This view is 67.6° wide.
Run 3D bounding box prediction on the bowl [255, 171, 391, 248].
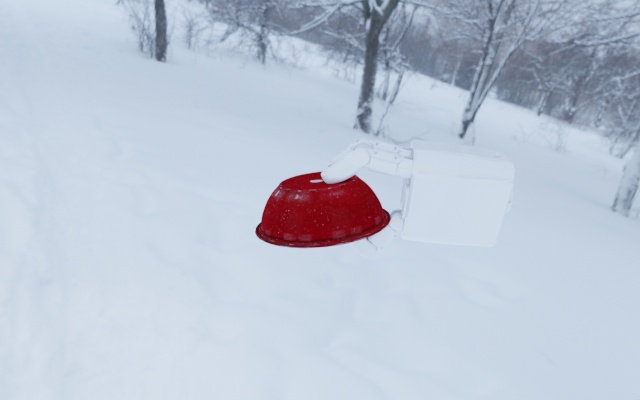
[{"bbox_3d":[-0.001,0.002,0.561,0.162,0.055,0.162,-6,15,2],"label":"bowl"}]
